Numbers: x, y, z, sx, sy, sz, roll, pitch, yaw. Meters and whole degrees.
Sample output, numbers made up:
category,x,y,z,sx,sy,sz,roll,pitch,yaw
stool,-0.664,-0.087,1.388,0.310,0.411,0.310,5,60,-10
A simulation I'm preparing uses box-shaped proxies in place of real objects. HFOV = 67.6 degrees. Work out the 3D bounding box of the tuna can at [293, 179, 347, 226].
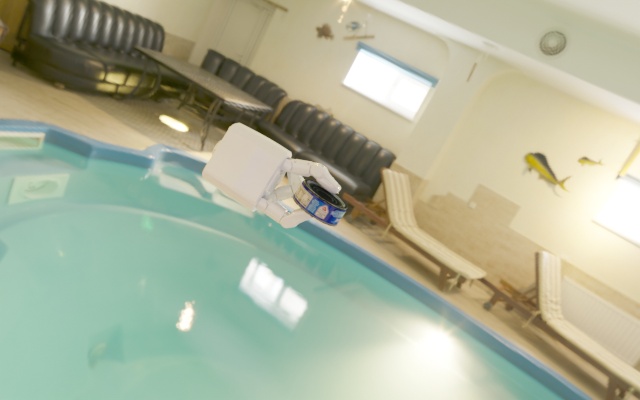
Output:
category,x,y,z,sx,sy,sz,roll,pitch,yaw
tuna can,0.000,0.002,0.764,0.086,0.034,0.086,32,14,-9
